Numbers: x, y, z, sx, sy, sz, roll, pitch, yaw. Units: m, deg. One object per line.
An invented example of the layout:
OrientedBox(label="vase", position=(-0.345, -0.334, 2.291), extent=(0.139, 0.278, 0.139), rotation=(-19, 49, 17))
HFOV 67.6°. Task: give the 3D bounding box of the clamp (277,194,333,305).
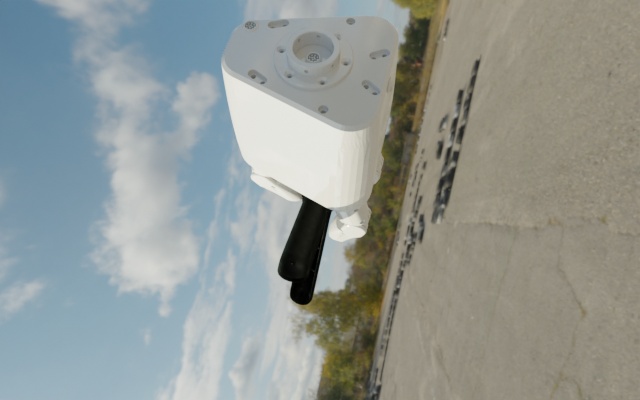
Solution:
OrientedBox(label="clamp", position=(-0.001, 0.001, 0.474), extent=(0.036, 0.210, 0.165), rotation=(14, -25, 4))
